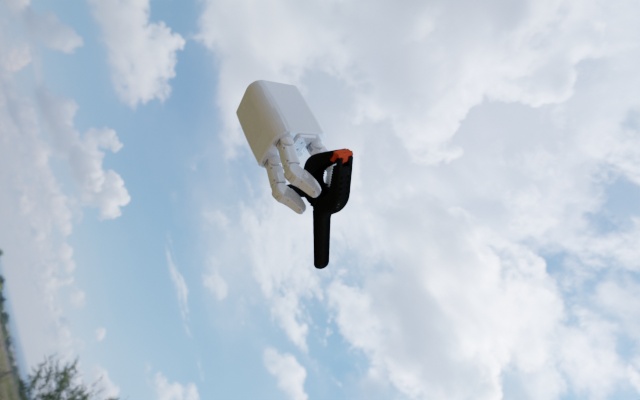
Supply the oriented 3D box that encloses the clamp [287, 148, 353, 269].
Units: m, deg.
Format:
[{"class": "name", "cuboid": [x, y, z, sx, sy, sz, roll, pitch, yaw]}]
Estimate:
[{"class": "clamp", "cuboid": [0.001, 0.002, 0.731, 0.036, 0.164, 0.210, -18, -20, -35]}]
